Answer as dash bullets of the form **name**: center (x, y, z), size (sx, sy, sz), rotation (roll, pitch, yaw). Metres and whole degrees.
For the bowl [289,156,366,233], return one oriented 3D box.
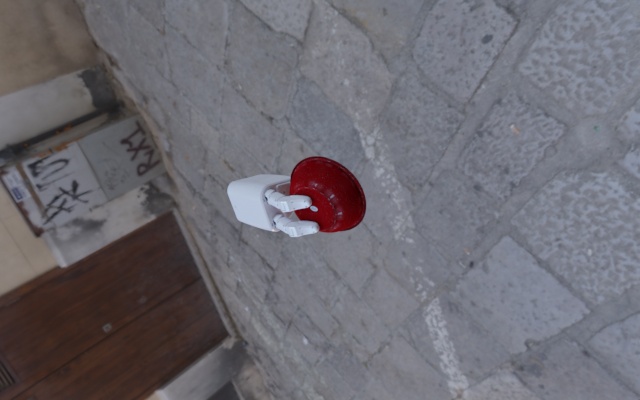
- **bowl**: center (0.001, 0.003, 0.871), size (0.162, 0.162, 0.055), rotation (0, 31, 34)
